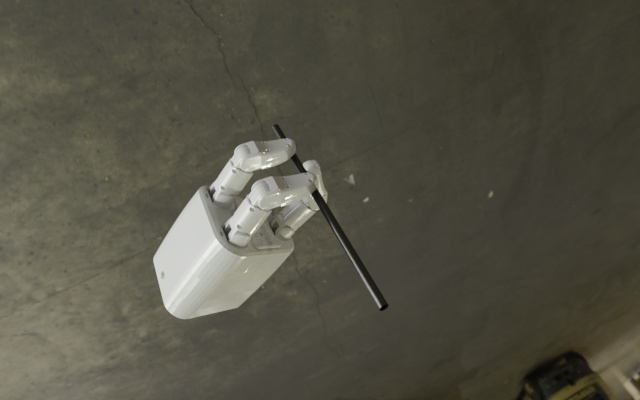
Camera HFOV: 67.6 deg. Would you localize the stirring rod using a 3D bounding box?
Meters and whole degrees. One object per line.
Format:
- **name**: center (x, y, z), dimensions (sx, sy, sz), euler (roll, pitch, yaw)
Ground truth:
- **stirring rod**: center (0.000, 0.001, 0.439), dimensions (0.011, 0.011, 0.239), euler (0, 42, -33)
